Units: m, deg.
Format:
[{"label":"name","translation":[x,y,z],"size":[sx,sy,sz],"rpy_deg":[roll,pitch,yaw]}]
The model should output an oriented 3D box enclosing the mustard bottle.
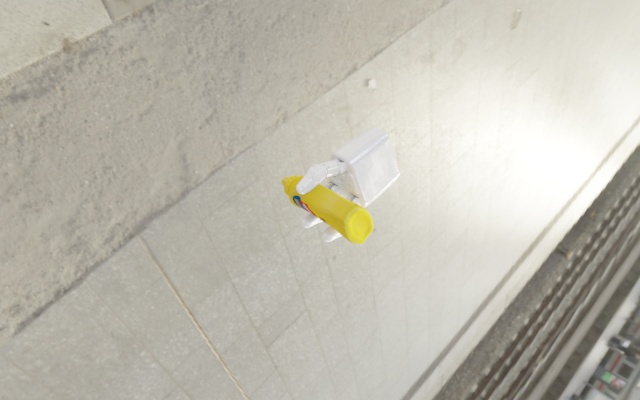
[{"label":"mustard bottle","translation":[0.000,0.003,0.837],"size":[0.191,0.058,0.096],"rpy_deg":[32,-8,36]}]
